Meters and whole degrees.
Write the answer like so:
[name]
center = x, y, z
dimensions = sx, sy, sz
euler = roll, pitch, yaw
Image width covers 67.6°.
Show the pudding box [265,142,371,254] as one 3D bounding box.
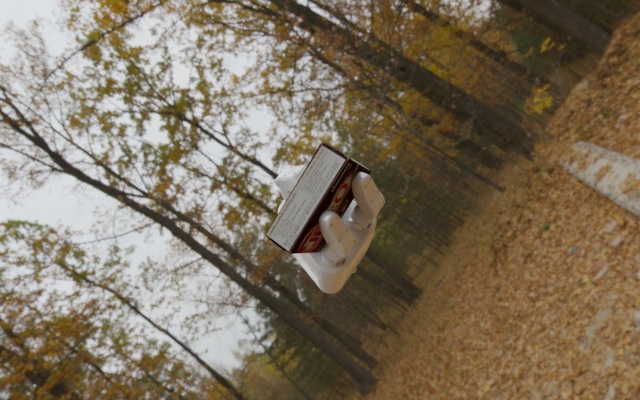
[pudding box]
center = 0.000, 0.002, 0.501
dimensions = 0.039, 0.113, 0.090
euler = 32, 6, 18
